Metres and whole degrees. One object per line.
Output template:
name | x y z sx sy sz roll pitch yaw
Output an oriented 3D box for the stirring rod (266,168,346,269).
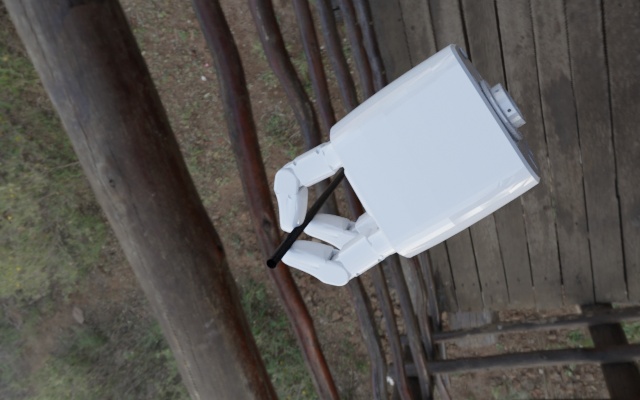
stirring rod | 0.000 0.001 0.456 0.011 0.011 0.239 0 22 19
